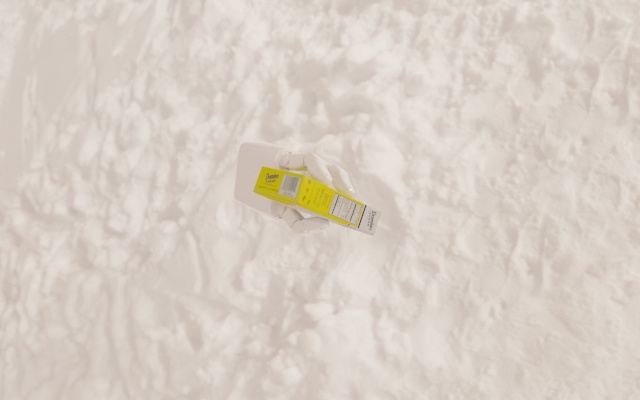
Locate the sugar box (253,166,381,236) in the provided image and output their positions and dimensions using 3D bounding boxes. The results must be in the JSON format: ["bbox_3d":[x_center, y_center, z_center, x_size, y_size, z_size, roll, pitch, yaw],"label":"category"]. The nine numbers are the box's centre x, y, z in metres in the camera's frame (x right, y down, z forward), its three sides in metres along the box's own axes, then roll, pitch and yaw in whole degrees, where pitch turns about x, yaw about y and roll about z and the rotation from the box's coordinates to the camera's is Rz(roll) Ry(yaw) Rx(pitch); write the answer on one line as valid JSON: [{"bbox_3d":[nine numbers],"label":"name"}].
[{"bbox_3d":[0.000,0.002,0.692,0.093,0.048,0.176,16,-3,44],"label":"sugar box"}]
